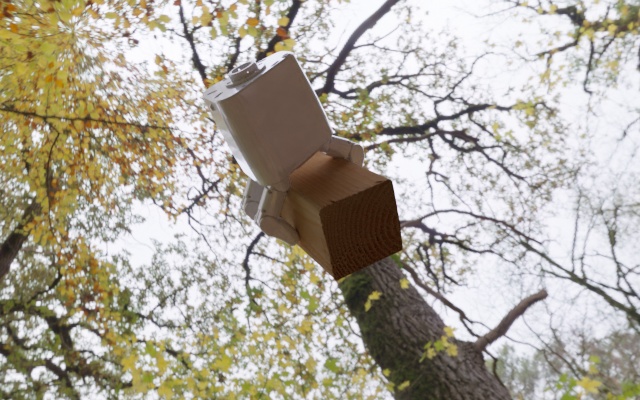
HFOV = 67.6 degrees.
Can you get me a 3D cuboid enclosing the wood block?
[{"bbox_3d":[0.000,0.001,0.585,0.091,0.090,0.206,-22,26,-19],"label":"wood block"}]
